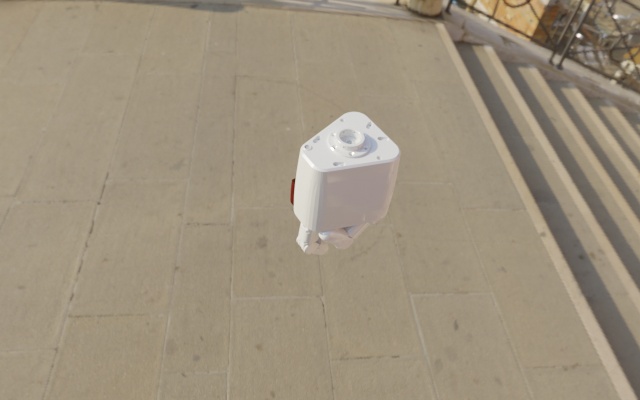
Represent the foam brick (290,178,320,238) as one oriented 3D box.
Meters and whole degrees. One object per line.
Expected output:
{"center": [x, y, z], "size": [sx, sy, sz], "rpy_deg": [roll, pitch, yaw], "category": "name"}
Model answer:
{"center": [0.000, 0.002, 0.658], "size": [0.053, 0.078, 0.051], "rpy_deg": [-25, -34, -23], "category": "foam brick"}
